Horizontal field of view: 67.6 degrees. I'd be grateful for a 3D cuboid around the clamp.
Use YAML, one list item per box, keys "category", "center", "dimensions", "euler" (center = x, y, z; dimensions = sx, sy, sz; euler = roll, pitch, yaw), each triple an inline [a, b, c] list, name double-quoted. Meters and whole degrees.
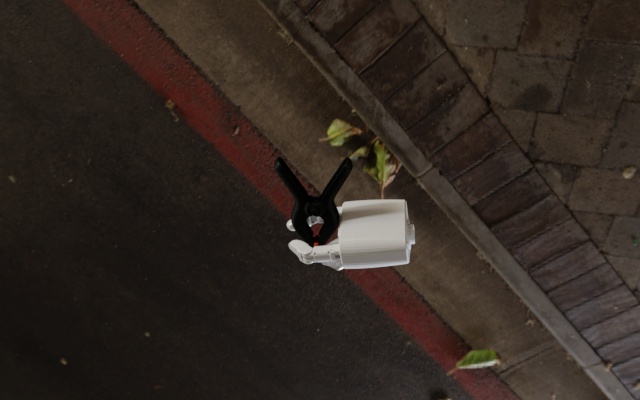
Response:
- category: "clamp"
  center: [0.000, 0.003, 0.764]
  dimensions: [0.120, 0.172, 0.039]
  euler: [-4, 30, 13]
